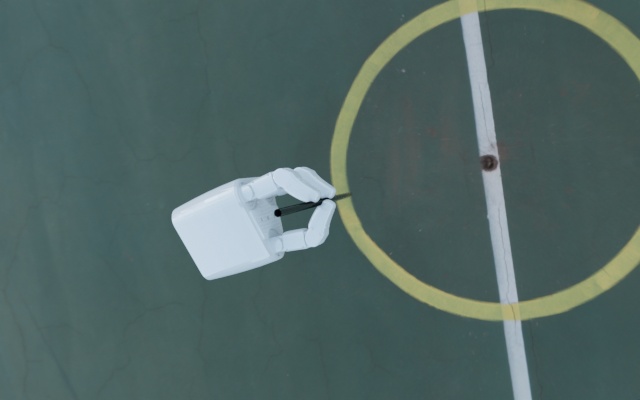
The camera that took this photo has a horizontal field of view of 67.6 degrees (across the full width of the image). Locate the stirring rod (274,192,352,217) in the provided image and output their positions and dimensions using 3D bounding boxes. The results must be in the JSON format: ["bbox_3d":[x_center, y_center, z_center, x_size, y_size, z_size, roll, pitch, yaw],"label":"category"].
[{"bbox_3d":[0.000,0.002,0.575,0.011,0.011,0.239,0,5,20],"label":"stirring rod"}]
